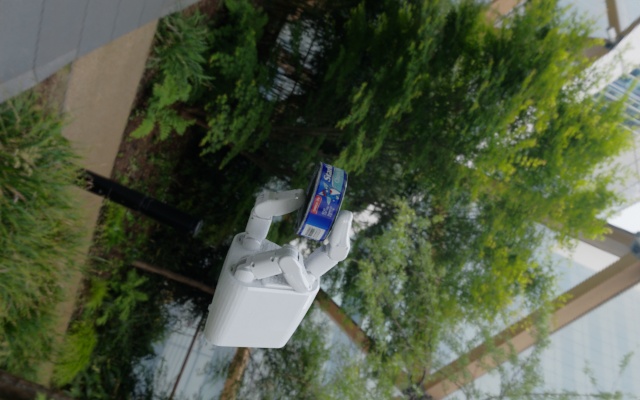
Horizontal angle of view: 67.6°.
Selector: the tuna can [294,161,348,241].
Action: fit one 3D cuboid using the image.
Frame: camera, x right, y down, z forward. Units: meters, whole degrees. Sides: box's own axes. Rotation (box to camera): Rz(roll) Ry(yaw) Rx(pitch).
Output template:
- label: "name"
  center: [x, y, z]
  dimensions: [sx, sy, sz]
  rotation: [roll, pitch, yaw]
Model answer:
- label: "tuna can"
  center: [0.001, 0.002, 0.533]
  dimensions: [0.034, 0.086, 0.086]
  rotation: [19, -3, -7]
